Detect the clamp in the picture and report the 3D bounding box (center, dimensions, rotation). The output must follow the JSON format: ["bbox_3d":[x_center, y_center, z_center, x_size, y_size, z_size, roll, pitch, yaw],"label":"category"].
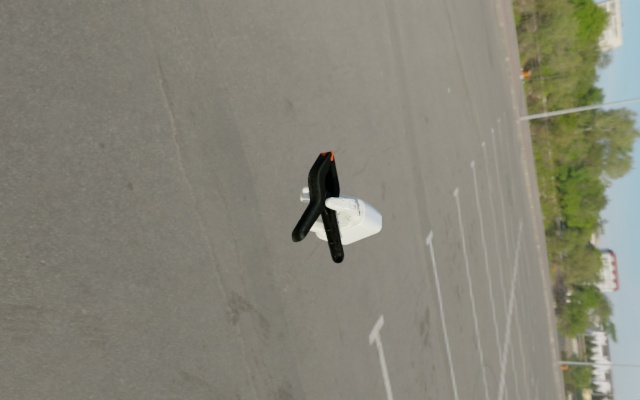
[{"bbox_3d":[0.001,0.002,0.884,0.036,0.210,0.164,-7,-16,28],"label":"clamp"}]
